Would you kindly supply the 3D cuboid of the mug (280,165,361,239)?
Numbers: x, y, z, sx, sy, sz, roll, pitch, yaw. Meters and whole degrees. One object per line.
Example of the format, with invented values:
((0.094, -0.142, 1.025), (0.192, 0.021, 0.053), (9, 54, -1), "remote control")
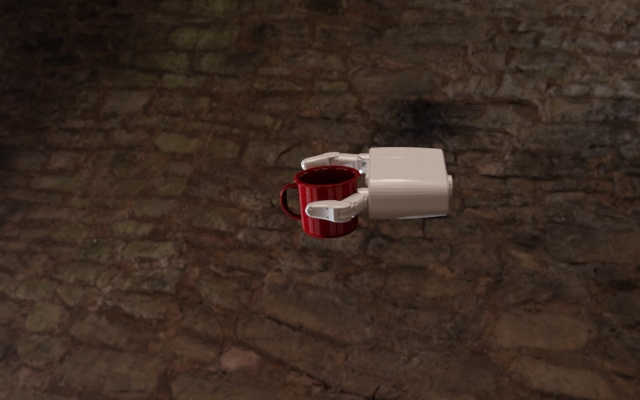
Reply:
((-0.001, 0.002, 0.679), (0.117, 0.081, 0.093), (-1, 21, 10), "mug")
